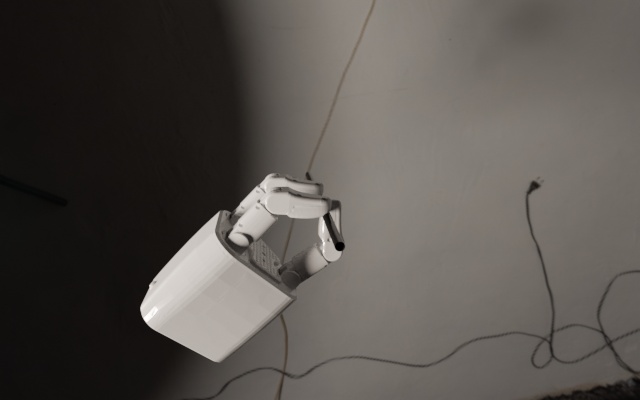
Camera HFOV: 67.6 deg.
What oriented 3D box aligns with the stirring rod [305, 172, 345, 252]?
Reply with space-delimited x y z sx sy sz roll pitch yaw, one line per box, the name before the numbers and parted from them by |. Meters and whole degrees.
stirring rod | 0.000 0.002 0.476 0.011 0.011 0.239 0 16 -7
